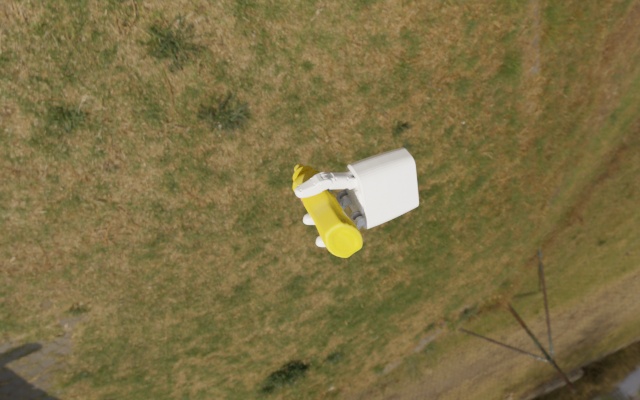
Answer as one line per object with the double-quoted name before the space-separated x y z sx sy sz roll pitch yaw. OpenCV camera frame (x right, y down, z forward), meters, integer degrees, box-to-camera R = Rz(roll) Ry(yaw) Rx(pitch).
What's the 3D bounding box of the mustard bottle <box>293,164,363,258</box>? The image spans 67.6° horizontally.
"mustard bottle" 0.000 0.003 0.806 0.058 0.191 0.096 -36 -39 6
